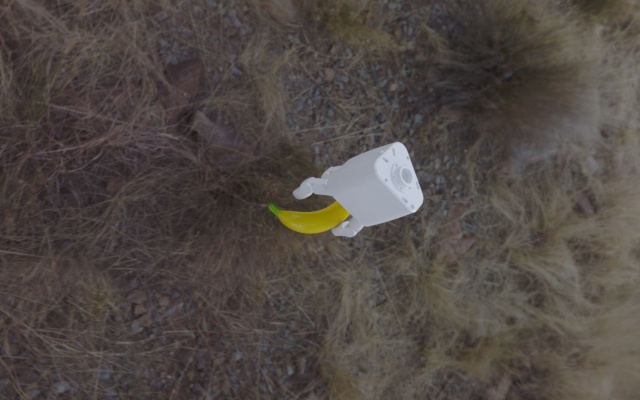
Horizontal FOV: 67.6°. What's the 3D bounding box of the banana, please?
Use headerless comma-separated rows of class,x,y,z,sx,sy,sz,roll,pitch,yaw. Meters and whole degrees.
banana,0.003,0.021,0.855,0.198,0.069,0.037,-10,-12,-40
